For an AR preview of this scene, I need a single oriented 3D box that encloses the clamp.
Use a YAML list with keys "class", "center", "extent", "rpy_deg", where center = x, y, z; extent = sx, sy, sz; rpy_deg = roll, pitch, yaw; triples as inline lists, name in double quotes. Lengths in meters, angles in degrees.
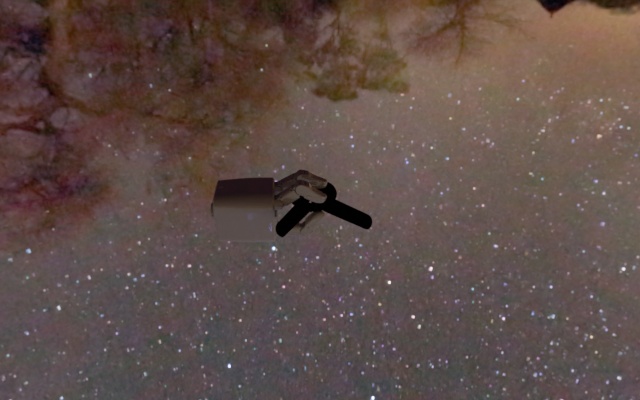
- class: "clamp"
  center: [0.000, 0.003, 0.877]
  extent: [0.164, 0.036, 0.210]
  rpy_deg: [0, 28, -5]
